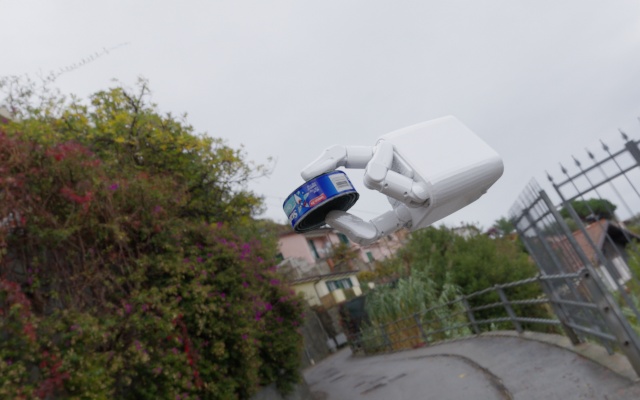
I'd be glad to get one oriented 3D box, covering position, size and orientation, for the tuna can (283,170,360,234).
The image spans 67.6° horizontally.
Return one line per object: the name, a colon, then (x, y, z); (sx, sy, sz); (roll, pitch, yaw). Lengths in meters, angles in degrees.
tuna can: (0.000, 0.001, 0.548); (0.086, 0.033, 0.086); (-28, -16, -9)
